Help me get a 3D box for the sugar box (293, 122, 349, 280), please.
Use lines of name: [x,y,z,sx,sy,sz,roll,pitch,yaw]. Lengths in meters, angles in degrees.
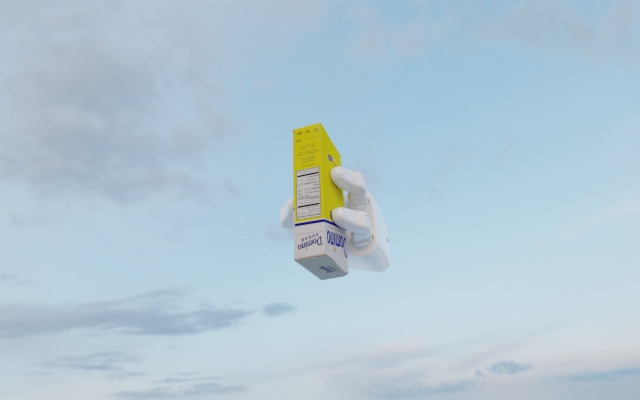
sugar box: [0.001,0.002,0.599,0.048,0.176,0.093,-13,-26,16]
